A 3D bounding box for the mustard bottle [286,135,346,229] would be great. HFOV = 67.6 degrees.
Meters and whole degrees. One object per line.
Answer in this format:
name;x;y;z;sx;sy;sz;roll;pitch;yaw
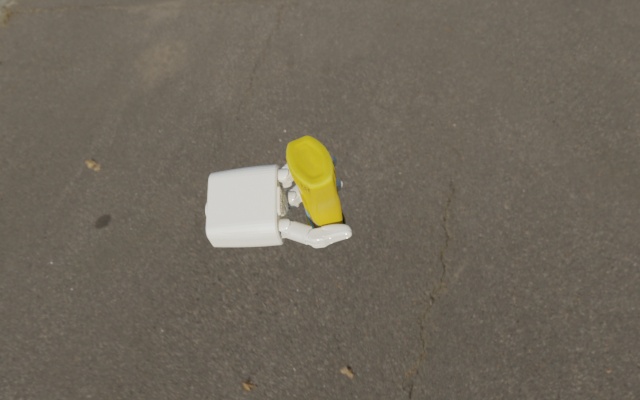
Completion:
mustard bottle;0.000;0.002;0.697;0.058;0.096;0.192;-24;-37;-7
